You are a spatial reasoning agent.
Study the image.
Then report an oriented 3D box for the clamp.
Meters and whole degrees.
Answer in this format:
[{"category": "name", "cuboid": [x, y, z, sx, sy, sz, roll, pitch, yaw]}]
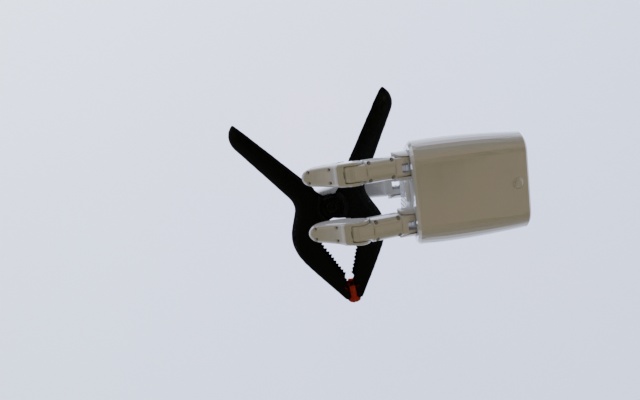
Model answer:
[{"category": "clamp", "cuboid": [0.000, 0.002, 0.484, 0.164, 0.210, 0.036, -7, 8, 3]}]
